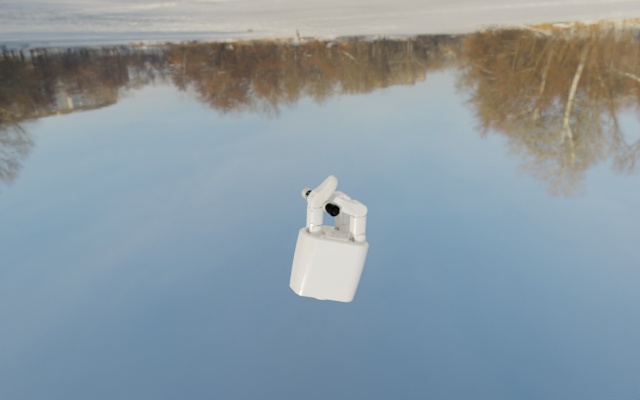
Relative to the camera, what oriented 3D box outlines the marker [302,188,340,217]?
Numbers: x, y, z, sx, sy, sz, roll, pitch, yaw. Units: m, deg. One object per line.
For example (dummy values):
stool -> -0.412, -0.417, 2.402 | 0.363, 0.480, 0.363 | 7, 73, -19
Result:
marker -> 0.000, 0.003, 0.803 | 0.020, 0.020, 0.121 | 0, 16, -26
